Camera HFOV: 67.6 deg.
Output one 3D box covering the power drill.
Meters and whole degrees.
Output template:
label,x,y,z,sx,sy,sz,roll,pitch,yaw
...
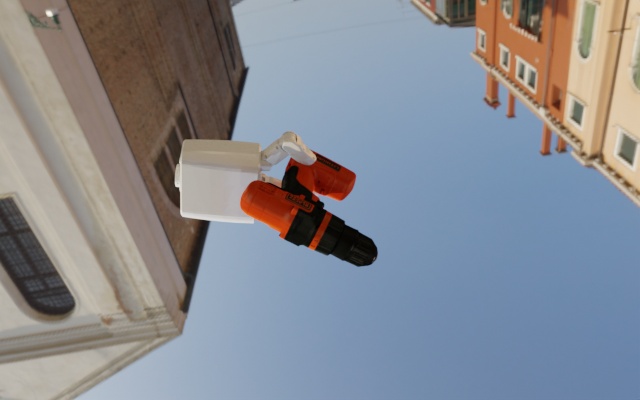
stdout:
label,x,y,z,sx,sy,sz,roll,pitch,yaw
power drill,0.000,0.002,0.654,0.184,0.057,0.187,28,26,-2
